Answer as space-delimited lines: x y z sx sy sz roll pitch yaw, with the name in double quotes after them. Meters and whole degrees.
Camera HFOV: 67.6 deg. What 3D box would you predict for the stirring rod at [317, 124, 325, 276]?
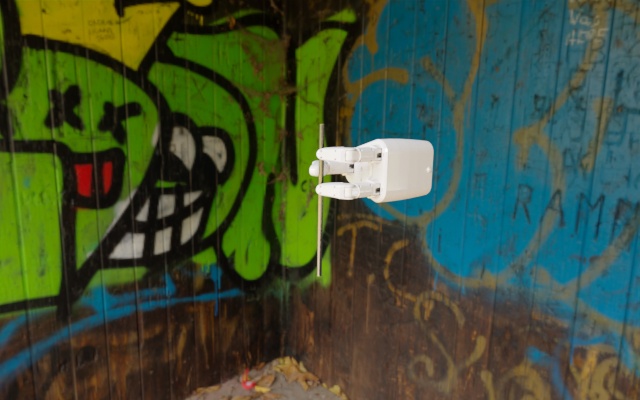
0.000 0.003 0.745 0.011 0.239 0.011 1 11 0 "stirring rod"
